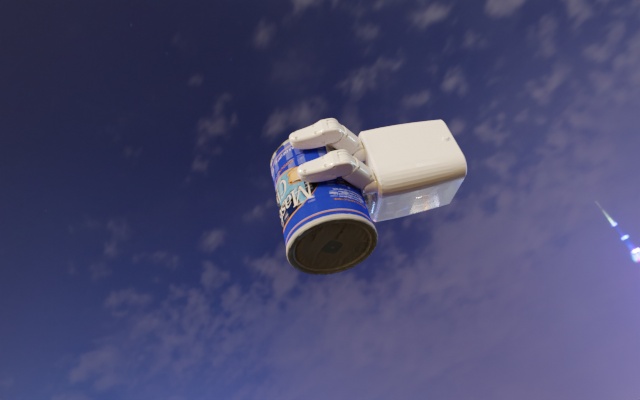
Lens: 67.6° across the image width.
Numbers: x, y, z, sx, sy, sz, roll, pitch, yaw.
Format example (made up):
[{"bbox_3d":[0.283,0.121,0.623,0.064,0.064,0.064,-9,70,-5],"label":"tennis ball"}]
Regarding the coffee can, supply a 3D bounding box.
[{"bbox_3d":[0.000,0.002,0.569,0.103,0.140,0.103,-9,-41,-8],"label":"coffee can"}]
